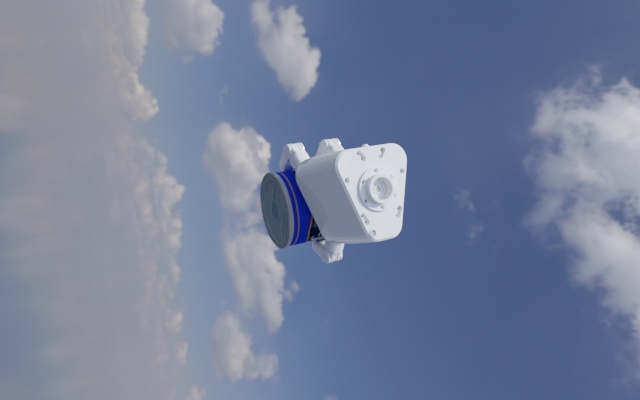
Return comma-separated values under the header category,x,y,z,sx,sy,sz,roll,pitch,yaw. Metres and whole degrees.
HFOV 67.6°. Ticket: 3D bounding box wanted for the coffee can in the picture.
category,x,y,z,sx,sy,sz,roll,pitch,yaw
coffee can,0.000,0.002,0.662,0.140,0.103,0.103,-11,4,-25
